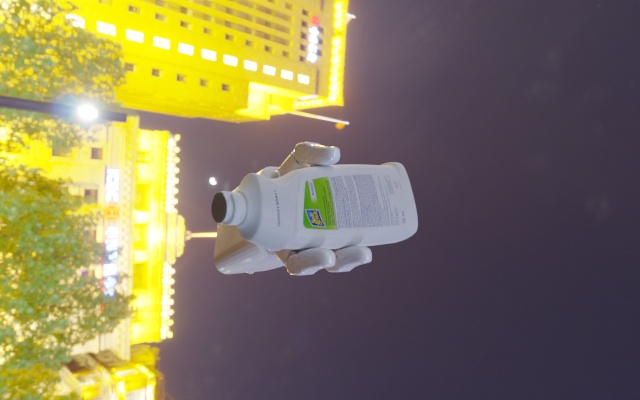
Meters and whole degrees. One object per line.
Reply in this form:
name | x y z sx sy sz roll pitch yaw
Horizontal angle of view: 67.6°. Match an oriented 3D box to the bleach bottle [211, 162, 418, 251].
bleach bottle | 0.000 0.002 0.515 0.251 0.102 0.068 2 -21 -42
